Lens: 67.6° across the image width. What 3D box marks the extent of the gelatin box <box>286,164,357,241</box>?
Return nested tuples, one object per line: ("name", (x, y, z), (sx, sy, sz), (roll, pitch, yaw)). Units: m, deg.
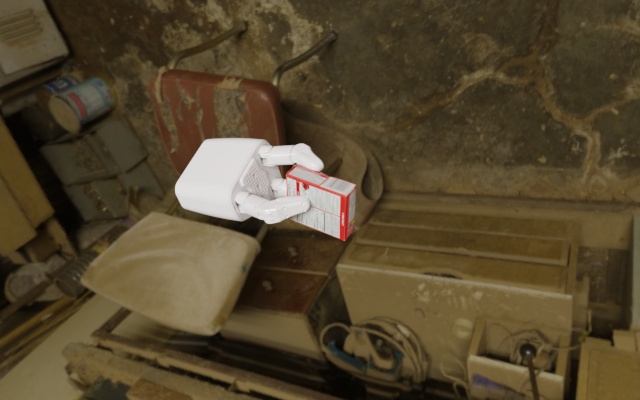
("gelatin box", (0.000, 0.002, 0.600), (0.089, 0.073, 0.030), (20, 43, 24))
